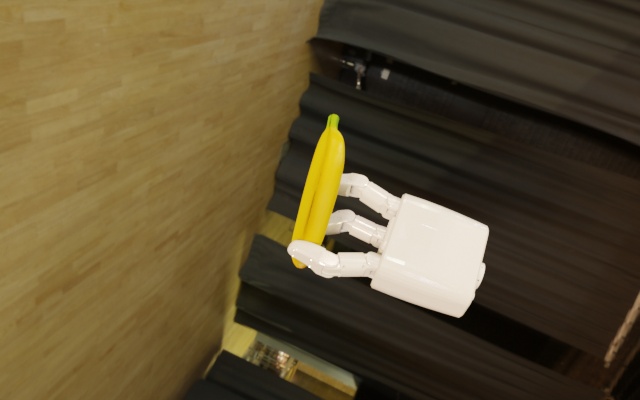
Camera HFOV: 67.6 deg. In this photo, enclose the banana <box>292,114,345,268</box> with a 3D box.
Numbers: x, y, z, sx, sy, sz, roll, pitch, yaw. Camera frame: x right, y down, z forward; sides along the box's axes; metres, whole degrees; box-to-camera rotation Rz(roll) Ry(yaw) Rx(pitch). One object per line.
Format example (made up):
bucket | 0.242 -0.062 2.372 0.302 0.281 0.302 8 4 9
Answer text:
banana | -0.002 0.004 0.548 0.037 0.198 0.069 17 20 5
